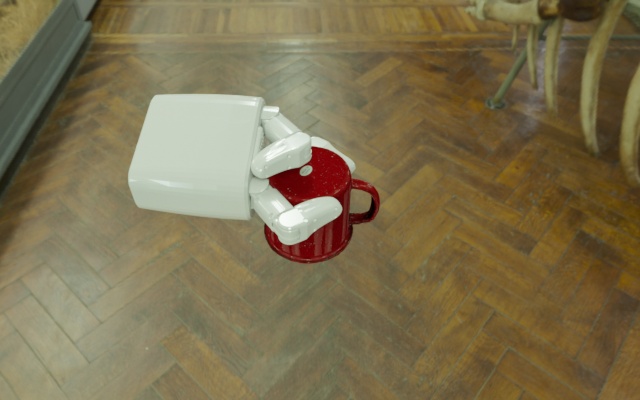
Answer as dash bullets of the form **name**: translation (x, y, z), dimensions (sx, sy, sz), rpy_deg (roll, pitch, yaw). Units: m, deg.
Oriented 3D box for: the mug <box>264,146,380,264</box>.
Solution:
- **mug**: translation (0.002, 0.002, 0.470), dimensions (0.117, 0.093, 0.082), rpy_deg (3, -44, 1)
